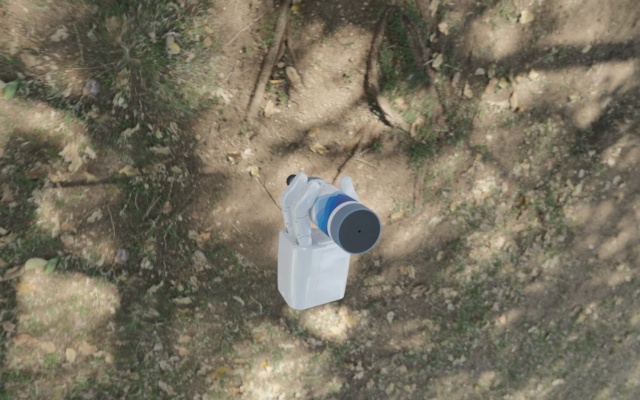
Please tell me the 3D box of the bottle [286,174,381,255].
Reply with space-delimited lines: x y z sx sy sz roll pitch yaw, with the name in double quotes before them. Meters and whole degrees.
"bottle" 0.000 0.003 0.771 0.069 0.069 0.295 0 16 -22
